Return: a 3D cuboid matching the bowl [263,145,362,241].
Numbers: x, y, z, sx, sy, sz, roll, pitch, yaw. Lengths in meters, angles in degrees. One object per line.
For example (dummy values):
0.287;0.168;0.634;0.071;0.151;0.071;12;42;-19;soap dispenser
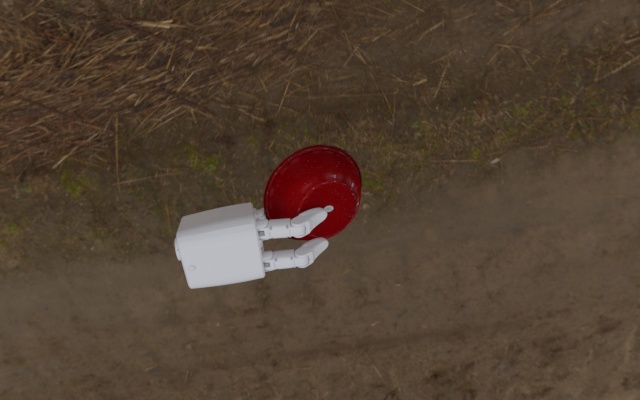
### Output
0.001;0.002;0.704;0.162;0.162;0.055;0;27;-26;bowl
